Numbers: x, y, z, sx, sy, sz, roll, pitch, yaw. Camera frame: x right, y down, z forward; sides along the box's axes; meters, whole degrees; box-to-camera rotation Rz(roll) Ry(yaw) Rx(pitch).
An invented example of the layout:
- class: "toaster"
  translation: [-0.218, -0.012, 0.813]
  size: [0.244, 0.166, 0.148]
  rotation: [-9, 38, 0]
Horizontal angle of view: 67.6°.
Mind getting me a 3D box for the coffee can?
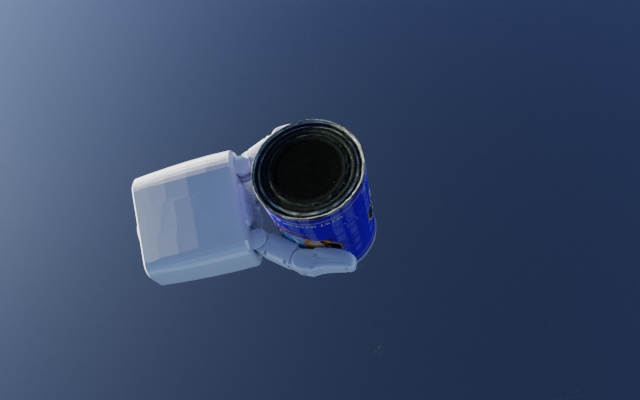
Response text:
- class: "coffee can"
  translation: [0.000, 0.002, 0.477]
  size: [0.103, 0.102, 0.140]
  rotation: [0, -26, 11]
